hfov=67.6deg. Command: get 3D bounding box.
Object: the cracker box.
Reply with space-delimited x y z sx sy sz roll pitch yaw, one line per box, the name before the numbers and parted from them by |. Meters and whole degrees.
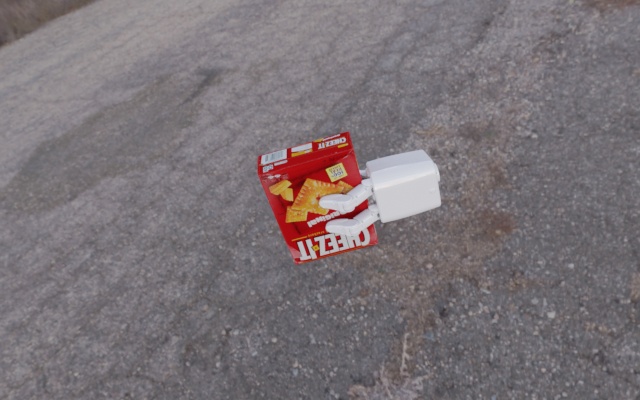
cracker box | 0.000 0.003 0.843 0.164 0.214 0.072 -15 35 6
